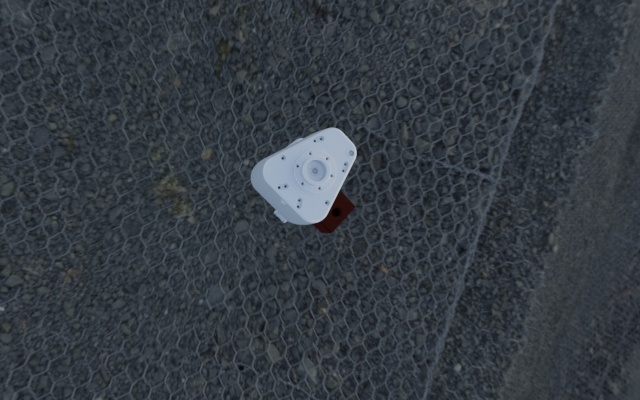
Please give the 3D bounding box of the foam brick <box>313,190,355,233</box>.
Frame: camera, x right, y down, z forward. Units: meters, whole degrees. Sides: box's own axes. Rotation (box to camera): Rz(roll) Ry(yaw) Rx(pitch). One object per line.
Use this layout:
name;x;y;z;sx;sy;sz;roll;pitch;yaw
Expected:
foam brick;0.000;0.002;0.674;0.078;0.053;0.051;45;-14;-9
